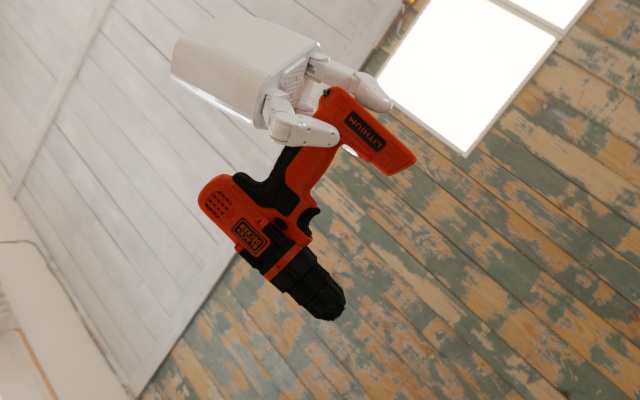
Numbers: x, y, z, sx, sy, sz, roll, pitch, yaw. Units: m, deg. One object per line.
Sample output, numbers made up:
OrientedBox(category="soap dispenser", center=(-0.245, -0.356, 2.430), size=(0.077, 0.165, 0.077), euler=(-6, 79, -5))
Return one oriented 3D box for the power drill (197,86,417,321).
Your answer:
OrientedBox(category="power drill", center=(0.000, 0.001, 0.458), size=(0.184, 0.188, 0.057), euler=(44, 10, -2))
